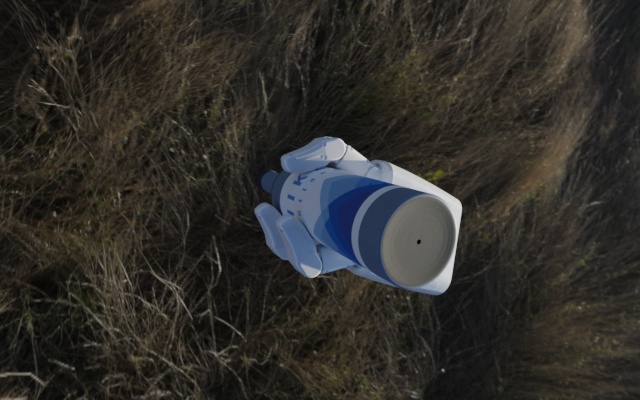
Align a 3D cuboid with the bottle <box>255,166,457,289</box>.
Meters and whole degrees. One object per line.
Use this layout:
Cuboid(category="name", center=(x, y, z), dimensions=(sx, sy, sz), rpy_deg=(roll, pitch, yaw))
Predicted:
Cuboid(category="bottle", center=(0.000, 0.001, 0.446), dimensions=(0.069, 0.069, 0.295), rpy_deg=(0, 10, -27))
